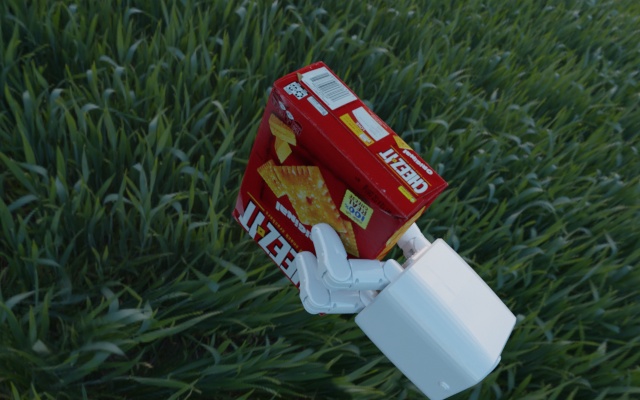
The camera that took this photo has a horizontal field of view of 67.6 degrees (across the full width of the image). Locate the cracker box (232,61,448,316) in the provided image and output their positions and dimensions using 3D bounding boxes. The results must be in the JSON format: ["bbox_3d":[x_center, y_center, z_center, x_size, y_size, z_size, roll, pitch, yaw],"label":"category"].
[{"bbox_3d":[0.000,0.001,0.477,0.072,0.164,0.214,-33,-17,-36],"label":"cracker box"}]
